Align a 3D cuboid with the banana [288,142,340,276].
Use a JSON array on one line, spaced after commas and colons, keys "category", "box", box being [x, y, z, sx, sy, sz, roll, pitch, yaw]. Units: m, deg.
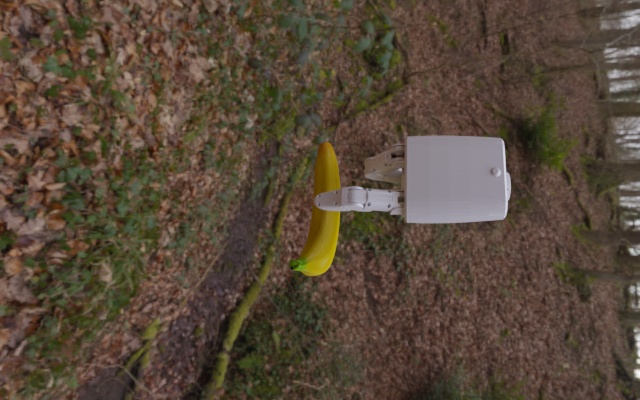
[{"category": "banana", "box": [0.003, 0.017, 0.575, 0.037, 0.197, 0.070, 0, -42, 12]}]
